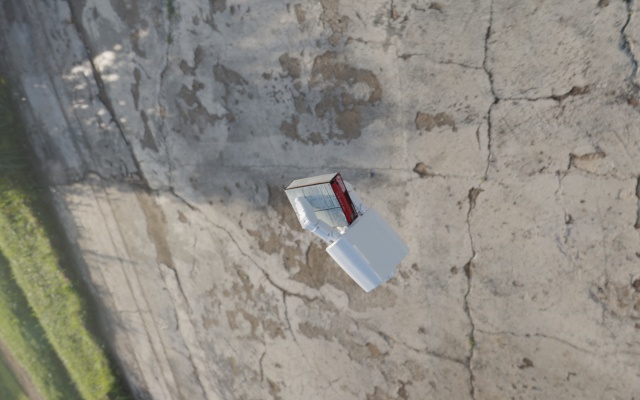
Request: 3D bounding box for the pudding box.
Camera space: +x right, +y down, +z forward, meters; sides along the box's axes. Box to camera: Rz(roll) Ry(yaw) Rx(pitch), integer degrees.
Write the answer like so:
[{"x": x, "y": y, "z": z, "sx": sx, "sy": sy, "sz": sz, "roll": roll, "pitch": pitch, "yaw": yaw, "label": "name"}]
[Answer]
[{"x": 0.000, "y": 0.003, "z": 0.842, "sx": 0.113, "sy": 0.090, "sz": 0.039, "roll": -8, "pitch": 25, "yaw": 38, "label": "pudding box"}]
